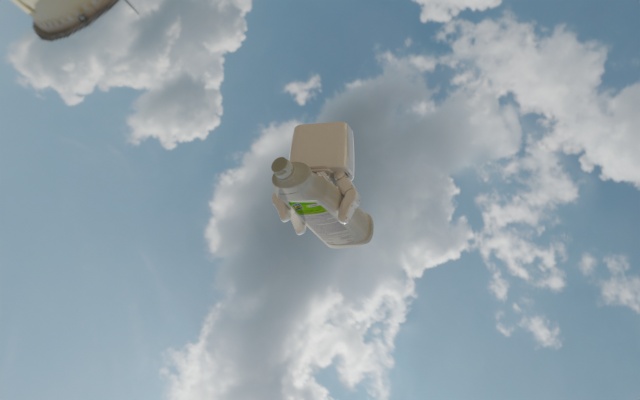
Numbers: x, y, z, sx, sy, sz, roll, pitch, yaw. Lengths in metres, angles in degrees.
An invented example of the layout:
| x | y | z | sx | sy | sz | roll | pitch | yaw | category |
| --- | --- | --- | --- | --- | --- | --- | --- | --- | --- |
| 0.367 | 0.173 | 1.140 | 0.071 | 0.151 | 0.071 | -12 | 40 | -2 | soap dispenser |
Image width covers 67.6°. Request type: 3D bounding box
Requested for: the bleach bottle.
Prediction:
| x | y | z | sx | sy | sz | roll | pitch | yaw | category |
| --- | --- | --- | --- | --- | --- | --- | --- | --- | --- |
| 0.000 | 0.003 | 0.824 | 0.102 | 0.068 | 0.251 | -11 | -34 | 24 | bleach bottle |
